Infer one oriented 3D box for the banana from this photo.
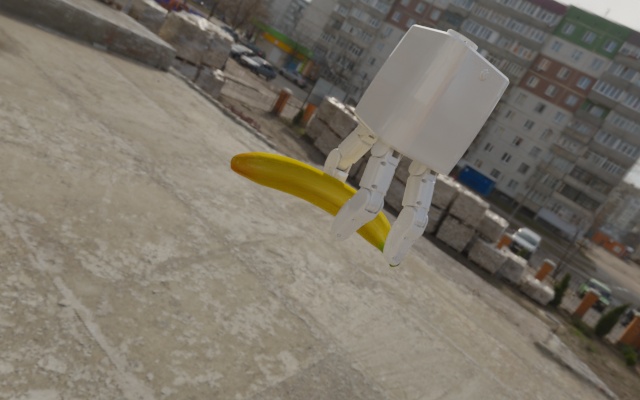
[{"bbox_3d":[0.002,-0.004,0.487,0.198,0.037,0.069,30,19,-13],"label":"banana"}]
